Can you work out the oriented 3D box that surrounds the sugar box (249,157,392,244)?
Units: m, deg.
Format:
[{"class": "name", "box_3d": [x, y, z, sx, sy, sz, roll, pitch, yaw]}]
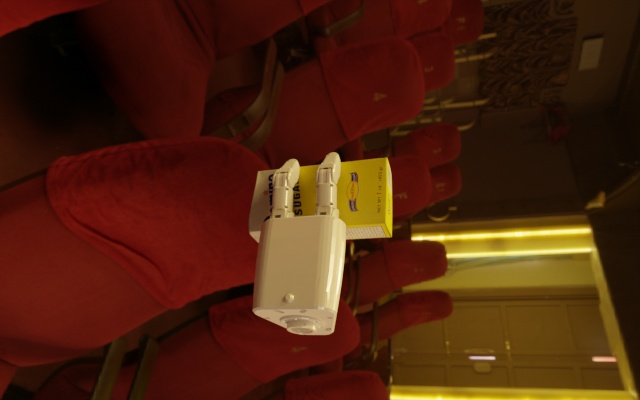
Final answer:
[{"class": "sugar box", "box_3d": [0.000, 0.002, 0.599, 0.176, 0.093, 0.048, -4, -30, 16]}]
